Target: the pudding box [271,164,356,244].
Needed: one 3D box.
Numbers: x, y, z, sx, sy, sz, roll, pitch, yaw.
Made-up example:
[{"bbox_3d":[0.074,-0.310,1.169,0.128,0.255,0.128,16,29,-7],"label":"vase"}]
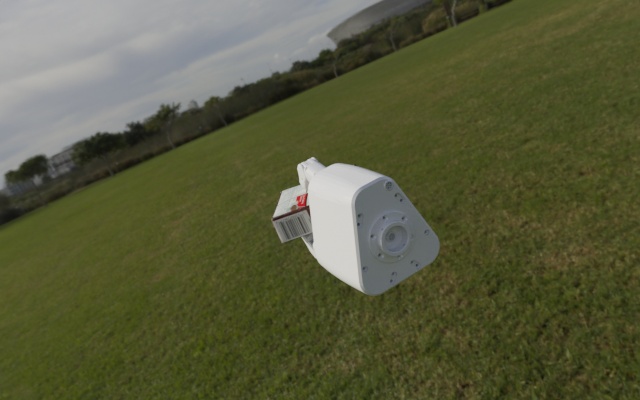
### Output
[{"bbox_3d":[0.000,0.002,0.599,0.113,0.039,0.090,-18,20,11],"label":"pudding box"}]
